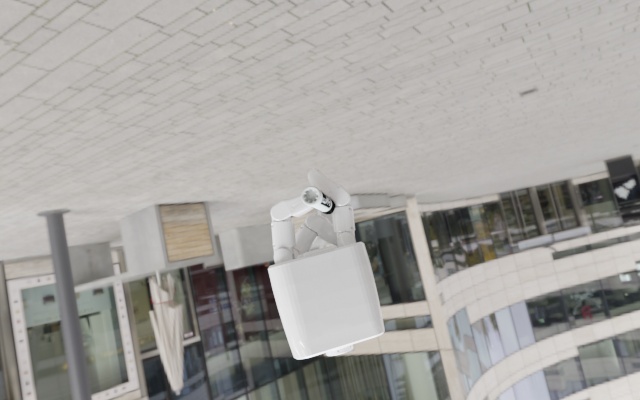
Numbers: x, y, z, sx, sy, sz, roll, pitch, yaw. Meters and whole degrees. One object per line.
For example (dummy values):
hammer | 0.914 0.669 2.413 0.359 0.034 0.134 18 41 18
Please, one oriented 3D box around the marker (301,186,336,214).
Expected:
marker | 0.000 0.002 0.502 0.020 0.020 0.121 0 -6 9
